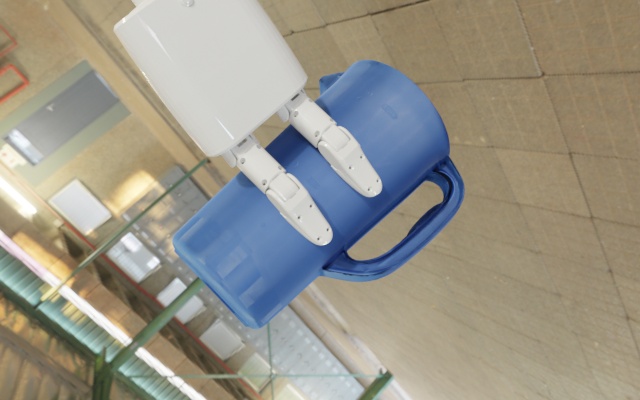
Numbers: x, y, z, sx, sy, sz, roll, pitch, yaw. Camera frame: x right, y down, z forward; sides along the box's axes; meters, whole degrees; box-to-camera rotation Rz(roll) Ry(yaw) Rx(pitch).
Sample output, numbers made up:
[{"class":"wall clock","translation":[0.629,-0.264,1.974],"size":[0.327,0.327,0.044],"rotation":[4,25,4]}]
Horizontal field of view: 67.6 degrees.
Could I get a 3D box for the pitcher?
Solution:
[{"class":"pitcher","translation":[0.000,0.001,0.430],"size":[0.243,0.145,0.149],"rotation":[-43,29,-16]}]
